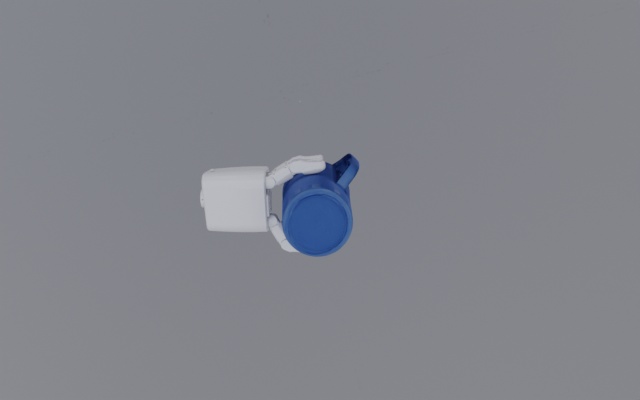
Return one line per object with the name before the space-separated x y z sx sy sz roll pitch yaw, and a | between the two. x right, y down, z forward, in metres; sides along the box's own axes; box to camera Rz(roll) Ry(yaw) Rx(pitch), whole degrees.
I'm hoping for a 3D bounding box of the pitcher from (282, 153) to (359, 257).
pitcher | 0.000 0.003 0.826 0.145 0.149 0.242 -2 12 -1
